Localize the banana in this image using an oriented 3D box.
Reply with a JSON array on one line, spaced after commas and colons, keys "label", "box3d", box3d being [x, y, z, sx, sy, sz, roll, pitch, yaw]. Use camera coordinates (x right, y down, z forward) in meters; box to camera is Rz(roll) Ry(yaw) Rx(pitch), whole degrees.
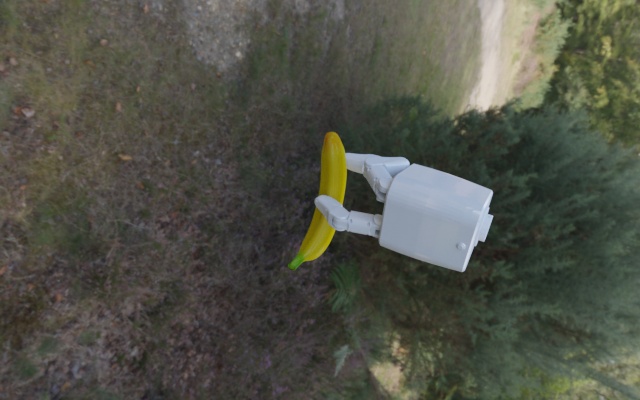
[{"label": "banana", "box3d": [0.007, 0.003, 0.658, 0.037, 0.198, 0.069, 20, 14, 21]}]
